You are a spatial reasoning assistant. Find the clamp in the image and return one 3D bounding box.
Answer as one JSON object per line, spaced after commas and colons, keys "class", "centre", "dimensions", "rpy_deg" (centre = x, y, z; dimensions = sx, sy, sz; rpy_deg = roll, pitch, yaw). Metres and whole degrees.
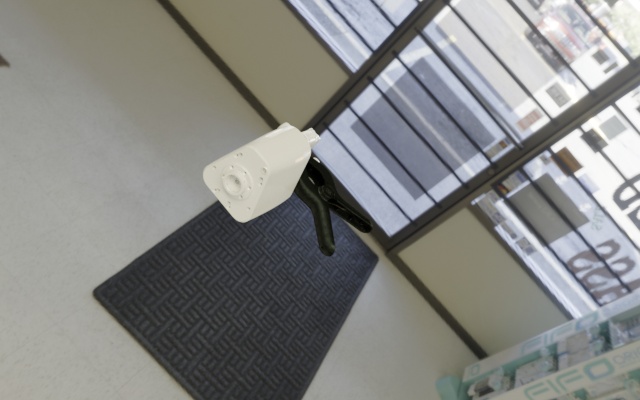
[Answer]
{"class": "clamp", "centre": [0.000, 0.002, 0.719], "dimensions": [0.039, 0.171, 0.120], "rpy_deg": [-42, -2, 34]}
